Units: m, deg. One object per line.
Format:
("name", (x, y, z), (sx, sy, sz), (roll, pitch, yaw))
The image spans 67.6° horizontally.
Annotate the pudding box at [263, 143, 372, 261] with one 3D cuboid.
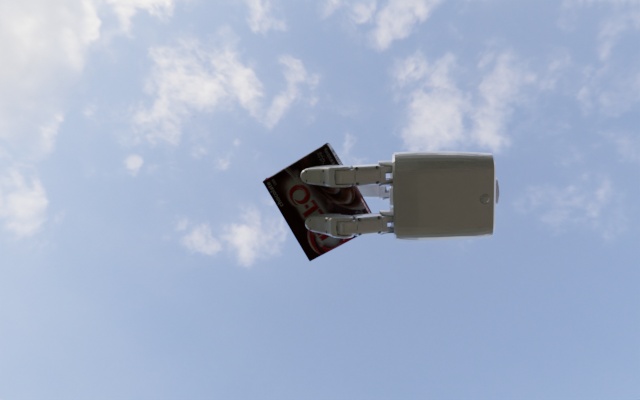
("pudding box", (0.000, 0.002, 0.562), (0.090, 0.113, 0.039), (-29, 3, 13))
